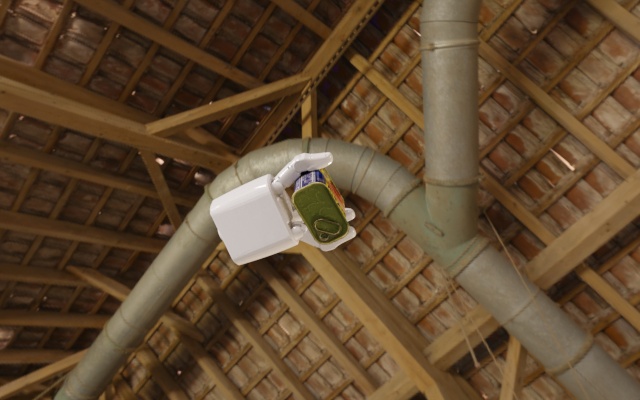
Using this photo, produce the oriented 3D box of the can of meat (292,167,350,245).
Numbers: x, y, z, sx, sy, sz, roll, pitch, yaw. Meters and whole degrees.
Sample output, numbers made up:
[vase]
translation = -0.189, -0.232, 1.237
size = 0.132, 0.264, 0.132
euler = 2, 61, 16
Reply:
[can of meat]
translation = 0.000, 0.002, 0.730
size = 0.057, 0.102, 0.084
euler = -26, 25, 11
